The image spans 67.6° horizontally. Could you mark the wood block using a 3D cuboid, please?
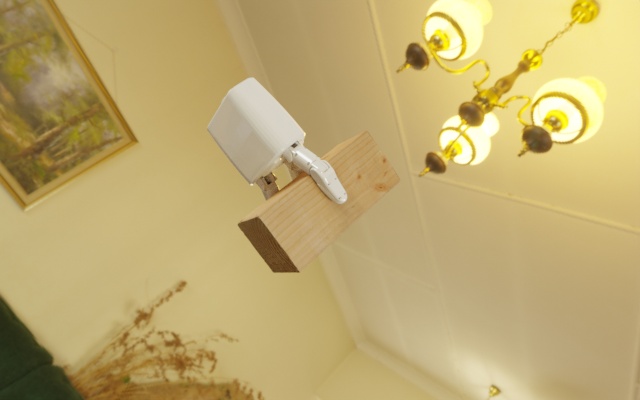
[{"bbox_3d":[0.000,0.002,0.666,0.206,0.090,0.091,-40,11,-26],"label":"wood block"}]
